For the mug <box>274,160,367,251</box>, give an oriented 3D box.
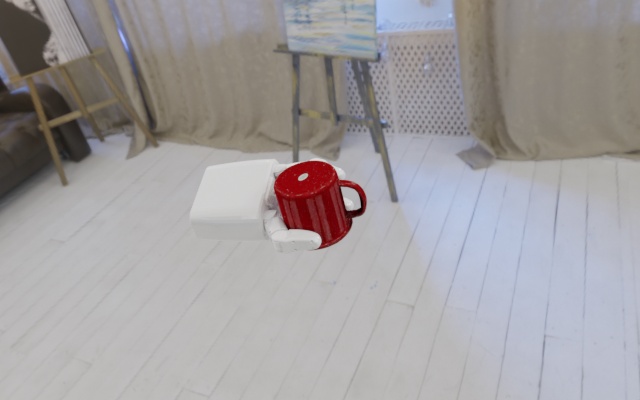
[{"bbox_3d":[0.001,0.002,0.605,0.117,0.082,0.093,-4,36,15],"label":"mug"}]
